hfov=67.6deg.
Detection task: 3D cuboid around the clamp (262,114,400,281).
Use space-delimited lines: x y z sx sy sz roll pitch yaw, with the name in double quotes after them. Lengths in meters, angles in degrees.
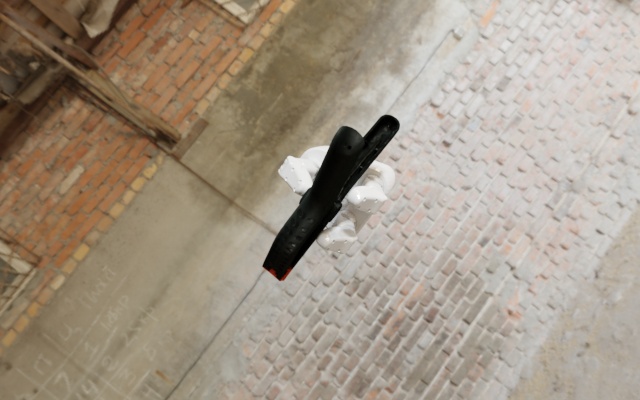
-0.001 0.001 0.474 0.036 0.210 0.164 39 16 9 "clamp"
